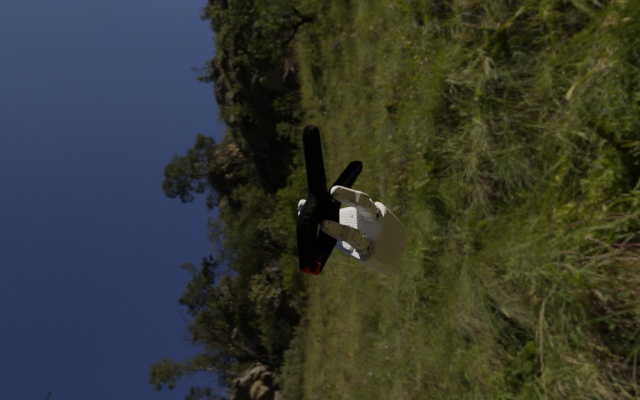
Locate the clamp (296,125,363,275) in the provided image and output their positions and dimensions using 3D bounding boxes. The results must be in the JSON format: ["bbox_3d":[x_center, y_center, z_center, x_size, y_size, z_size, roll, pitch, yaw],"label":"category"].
[{"bbox_3d":[-0.001,0.003,0.711,0.036,0.210,0.165,5,-19,33],"label":"clamp"}]
